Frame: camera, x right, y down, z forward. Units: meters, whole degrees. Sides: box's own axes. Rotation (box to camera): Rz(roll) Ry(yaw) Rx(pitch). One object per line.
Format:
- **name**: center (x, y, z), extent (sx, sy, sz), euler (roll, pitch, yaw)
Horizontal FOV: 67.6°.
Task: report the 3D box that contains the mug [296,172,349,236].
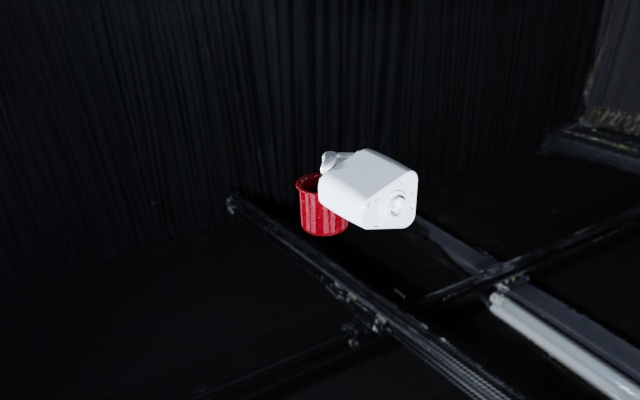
- **mug**: center (-0.001, 0.002, 0.817), extent (0.093, 0.081, 0.117), euler (-17, 30, -29)
